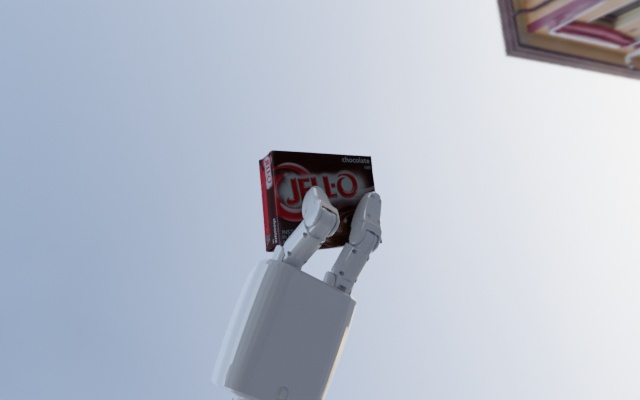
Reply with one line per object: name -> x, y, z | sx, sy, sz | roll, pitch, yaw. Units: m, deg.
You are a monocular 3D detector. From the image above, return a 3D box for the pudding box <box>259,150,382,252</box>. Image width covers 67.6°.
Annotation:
pudding box -> 0.000, 0.002, 0.457 | 0.113, 0.090, 0.039 | 0, -11, -32
